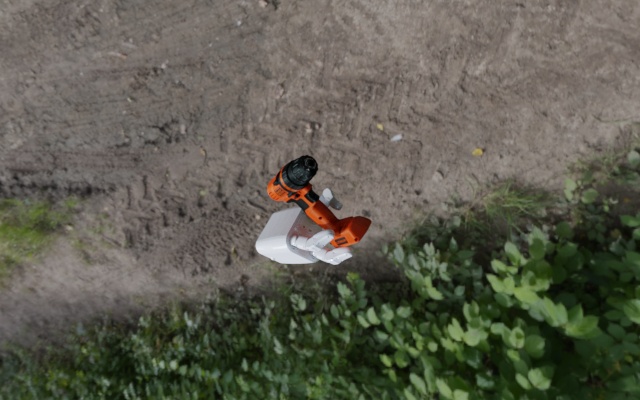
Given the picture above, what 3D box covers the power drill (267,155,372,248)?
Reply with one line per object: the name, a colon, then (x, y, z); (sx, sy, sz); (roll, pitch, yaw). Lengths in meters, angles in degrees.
power drill: (0.000, 0.003, 0.866); (0.188, 0.057, 0.184); (42, -23, -9)
